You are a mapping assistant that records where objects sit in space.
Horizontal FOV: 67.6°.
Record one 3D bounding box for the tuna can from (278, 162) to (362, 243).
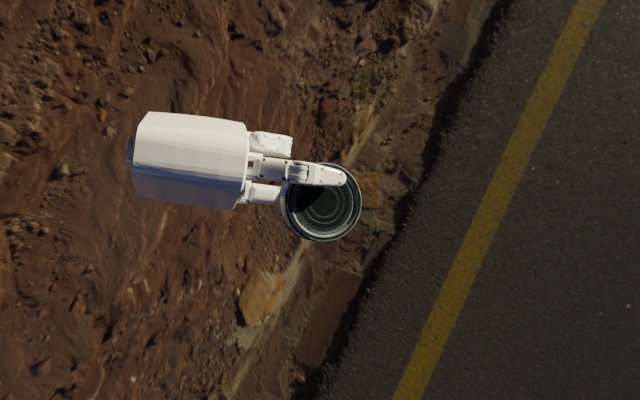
[{"bbox_3d":[0.000,0.002,0.511,0.086,0.086,0.034,0,1,-18],"label":"tuna can"}]
